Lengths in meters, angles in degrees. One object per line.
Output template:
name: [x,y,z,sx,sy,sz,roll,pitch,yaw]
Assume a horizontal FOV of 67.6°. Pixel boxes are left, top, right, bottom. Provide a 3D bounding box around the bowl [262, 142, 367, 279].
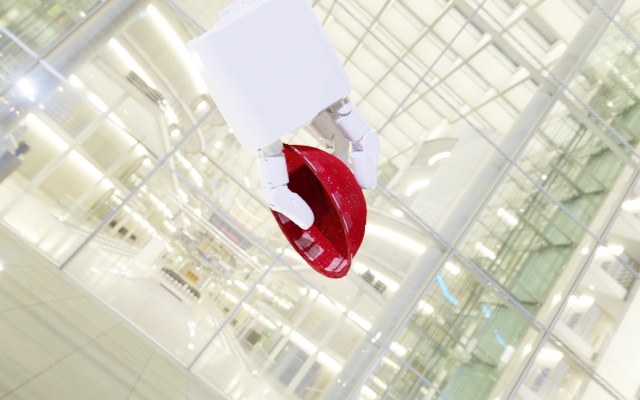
bowl: [0.001,0.003,0.515,0.055,0.162,0.162,-29,13,-26]
